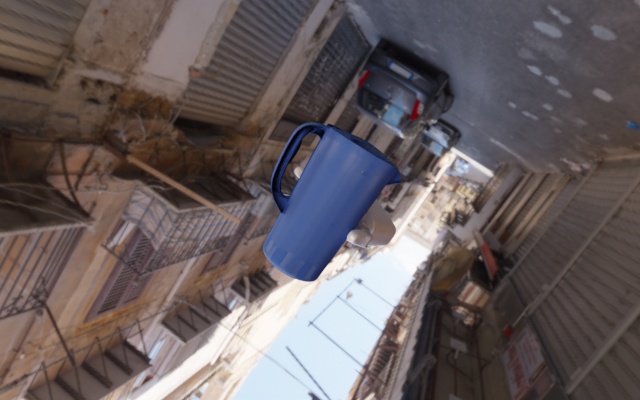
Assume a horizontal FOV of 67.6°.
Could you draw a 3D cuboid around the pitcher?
[{"bbox_3d":[0.000,0.003,0.774,0.149,0.243,0.145,39,13,30],"label":"pitcher"}]
